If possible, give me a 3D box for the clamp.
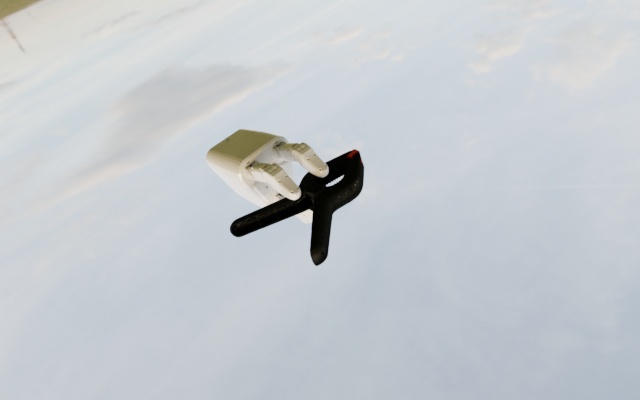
[{"bbox_3d":[0.001,0.002,0.642,0.210,0.036,0.164,-40,39,-26],"label":"clamp"}]
